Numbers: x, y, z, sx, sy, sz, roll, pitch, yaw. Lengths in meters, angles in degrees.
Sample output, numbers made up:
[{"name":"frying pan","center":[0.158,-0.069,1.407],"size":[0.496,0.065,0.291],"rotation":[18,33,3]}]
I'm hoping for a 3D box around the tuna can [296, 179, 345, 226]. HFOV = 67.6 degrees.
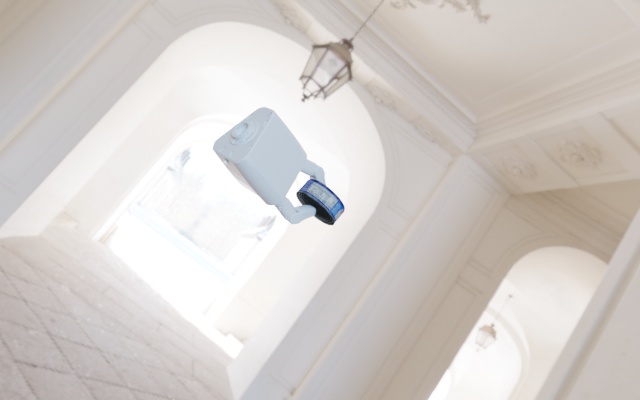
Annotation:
[{"name":"tuna can","center":[0.001,0.002,0.825],"size":[0.086,0.033,0.086],"rotation":[37,-17,13]}]
